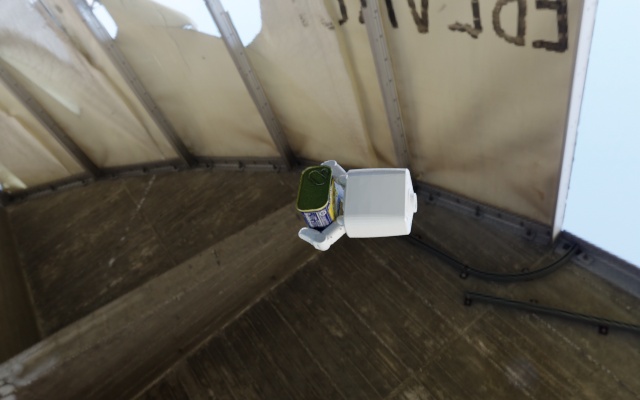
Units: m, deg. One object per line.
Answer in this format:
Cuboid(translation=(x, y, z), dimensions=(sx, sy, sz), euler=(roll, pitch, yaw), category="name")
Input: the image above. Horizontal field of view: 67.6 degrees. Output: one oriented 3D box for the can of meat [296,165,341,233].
Cuboid(translation=(0.000, 0.003, 0.843), dimensions=(0.057, 0.102, 0.084), euler=(-6, -41, 16), category="can of meat")
